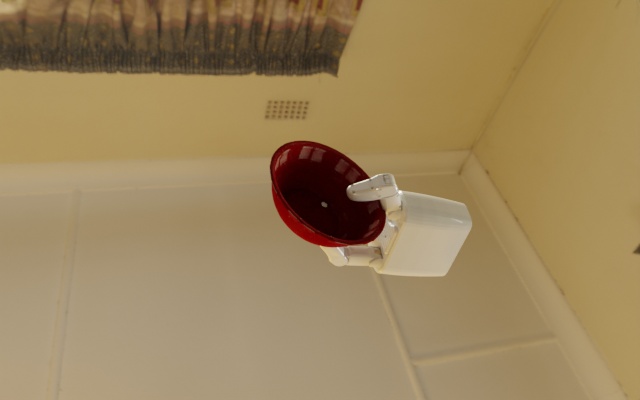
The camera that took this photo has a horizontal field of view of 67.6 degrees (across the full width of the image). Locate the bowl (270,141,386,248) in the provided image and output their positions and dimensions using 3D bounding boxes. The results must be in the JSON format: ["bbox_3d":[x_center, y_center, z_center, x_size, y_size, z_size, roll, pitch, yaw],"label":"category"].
[{"bbox_3d":[-0.001,0.002,0.593,0.162,0.162,0.055,0,-38,-38],"label":"bowl"}]
